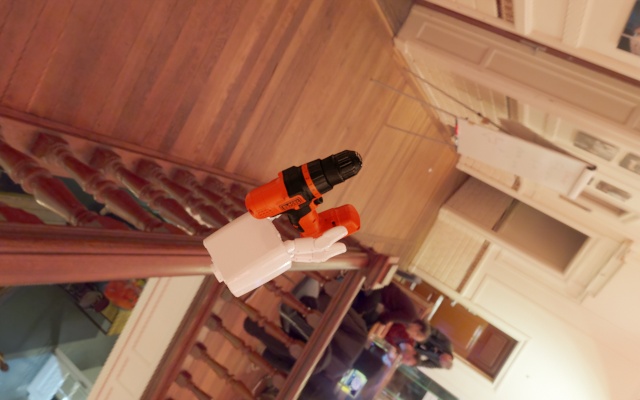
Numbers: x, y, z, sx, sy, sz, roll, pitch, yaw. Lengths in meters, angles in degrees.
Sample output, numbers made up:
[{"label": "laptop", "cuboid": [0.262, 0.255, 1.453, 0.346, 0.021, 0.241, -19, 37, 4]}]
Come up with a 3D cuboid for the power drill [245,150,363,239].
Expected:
[{"label": "power drill", "cuboid": [0.000, 0.003, 0.754, 0.184, 0.057, 0.188, -22, -33, 13]}]
